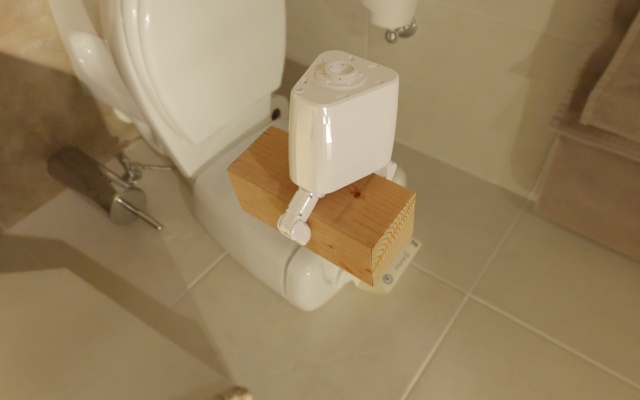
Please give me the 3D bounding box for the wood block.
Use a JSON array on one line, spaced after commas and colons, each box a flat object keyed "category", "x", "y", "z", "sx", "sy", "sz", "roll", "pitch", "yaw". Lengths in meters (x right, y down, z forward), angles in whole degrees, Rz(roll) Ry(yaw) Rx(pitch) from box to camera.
[{"category": "wood block", "x": 0.000, "y": 0.002, "z": 0.576, "sx": 0.206, "sy": 0.090, "sz": 0.090, "roll": 28, "pitch": -29, "yaw": 25}]
